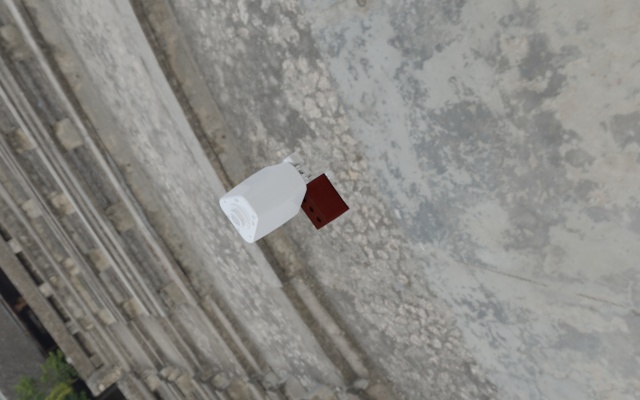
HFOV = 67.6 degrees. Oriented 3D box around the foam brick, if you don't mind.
[{"bbox_3d":[0.000,0.003,0.828,0.051,0.078,0.053,-36,0,-31],"label":"foam brick"}]
